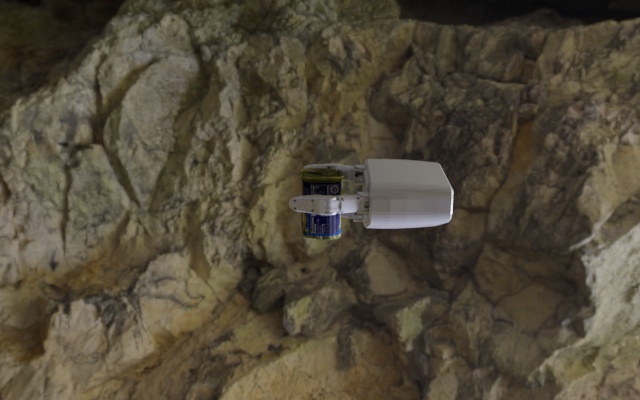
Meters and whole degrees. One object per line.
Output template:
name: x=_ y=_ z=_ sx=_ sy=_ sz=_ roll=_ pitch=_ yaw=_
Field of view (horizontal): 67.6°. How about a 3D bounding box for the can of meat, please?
can of meat: x=0.000 y=0.003 z=0.660 sx=0.057 sy=0.084 sz=0.102 roll=0 pitch=10 yaw=-3
